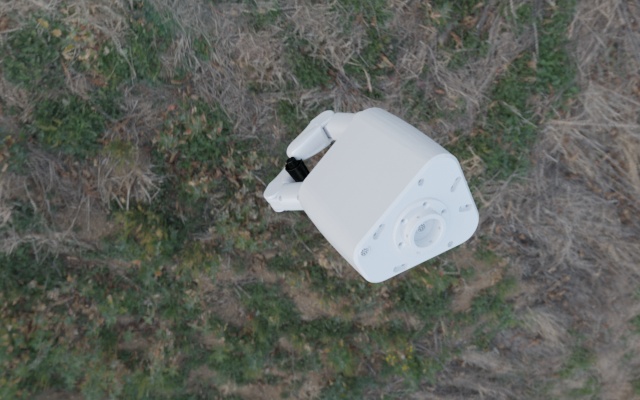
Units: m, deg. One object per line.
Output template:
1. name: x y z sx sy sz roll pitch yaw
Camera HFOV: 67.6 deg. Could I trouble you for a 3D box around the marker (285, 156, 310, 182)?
1. marker: 0.000 0.002 0.482 0.020 0.020 0.121 0 -41 38
